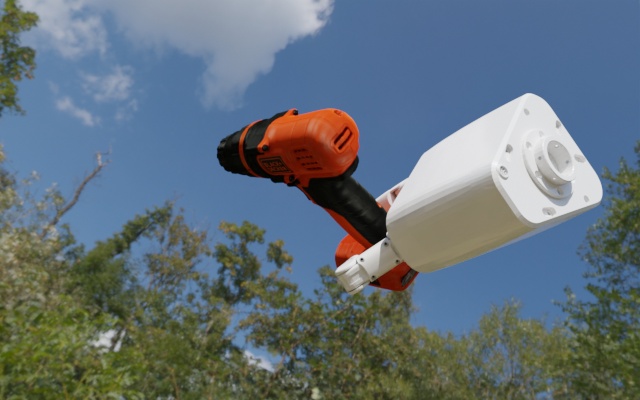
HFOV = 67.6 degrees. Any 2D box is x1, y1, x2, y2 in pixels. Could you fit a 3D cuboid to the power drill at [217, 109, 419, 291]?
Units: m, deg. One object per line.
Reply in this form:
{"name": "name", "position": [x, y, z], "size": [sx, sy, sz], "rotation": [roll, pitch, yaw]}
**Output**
{"name": "power drill", "position": [0.001, 0.002, 0.440], "size": [0.188, 0.057, 0.184], "rotation": [48, -24, -27]}
